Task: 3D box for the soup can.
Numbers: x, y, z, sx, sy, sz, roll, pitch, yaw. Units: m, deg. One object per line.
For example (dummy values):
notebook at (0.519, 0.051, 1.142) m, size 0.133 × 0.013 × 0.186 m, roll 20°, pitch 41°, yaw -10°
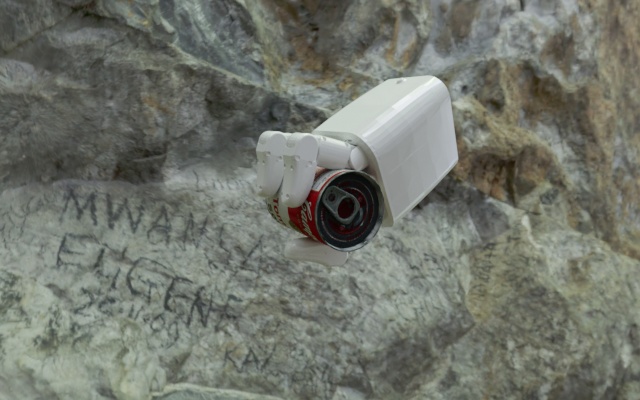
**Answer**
soup can at (0.000, 0.002, 0.433) m, size 0.068 × 0.068 × 0.102 m, roll 0°, pitch 9°, yaw -31°
